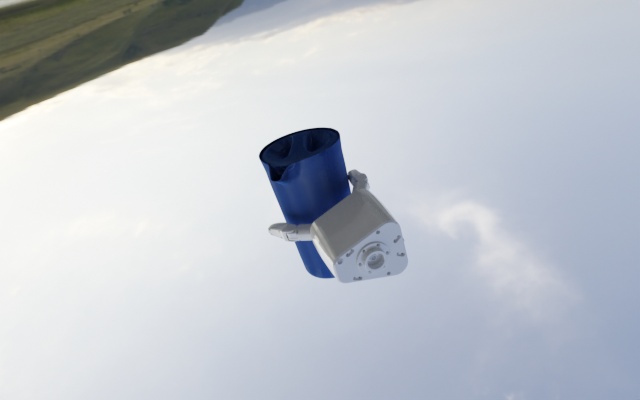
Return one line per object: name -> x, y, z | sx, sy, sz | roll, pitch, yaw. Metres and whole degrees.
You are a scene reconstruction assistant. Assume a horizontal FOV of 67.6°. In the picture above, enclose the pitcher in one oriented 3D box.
pitcher -> 0.000, 0.003, 0.812 | 0.149, 0.243, 0.145 | -22, 28, -10
